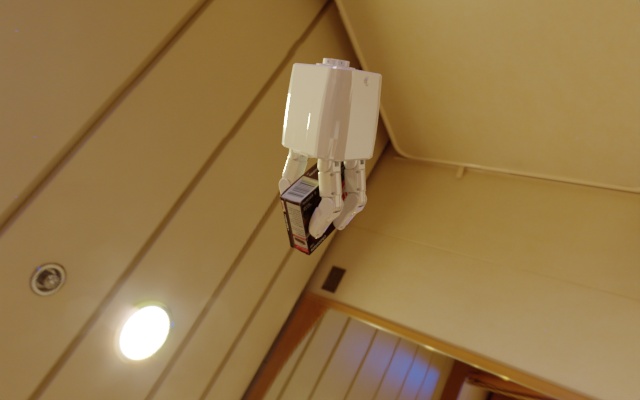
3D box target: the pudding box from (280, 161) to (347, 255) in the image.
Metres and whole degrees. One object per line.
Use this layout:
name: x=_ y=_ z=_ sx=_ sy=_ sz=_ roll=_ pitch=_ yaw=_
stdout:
pudding box: x=0.000 y=0.002 z=0.630 sx=0.039 sy=0.090 sz=0.113 roll=21 pitch=47 yaw=33
